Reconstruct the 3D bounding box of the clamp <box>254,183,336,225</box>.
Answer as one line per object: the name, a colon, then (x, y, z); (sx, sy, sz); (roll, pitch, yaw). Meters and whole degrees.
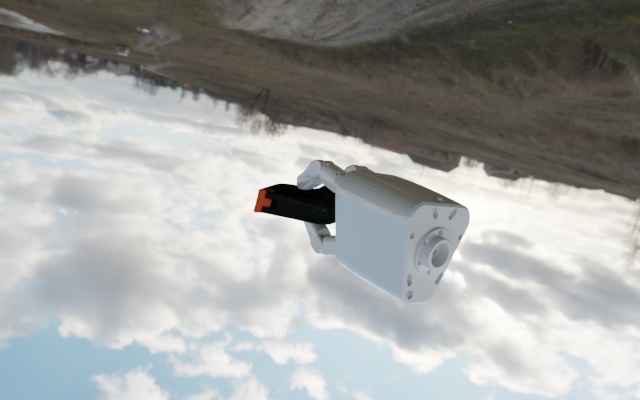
clamp: (0.000, 0.003, 0.609); (0.210, 0.036, 0.164); (6, 15, -38)
